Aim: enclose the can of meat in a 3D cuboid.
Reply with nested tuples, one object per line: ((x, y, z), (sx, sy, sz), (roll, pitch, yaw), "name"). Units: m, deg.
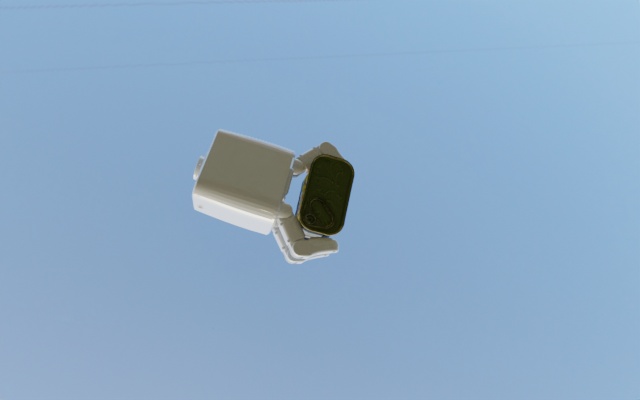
((0.000, 0.002, 0.628), (0.057, 0.102, 0.084), (15, -17, -9), "can of meat")
